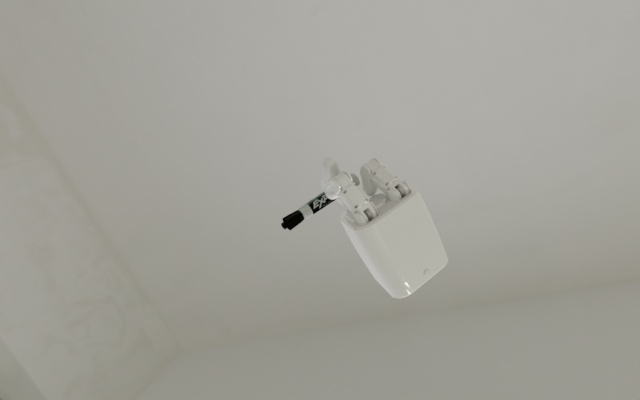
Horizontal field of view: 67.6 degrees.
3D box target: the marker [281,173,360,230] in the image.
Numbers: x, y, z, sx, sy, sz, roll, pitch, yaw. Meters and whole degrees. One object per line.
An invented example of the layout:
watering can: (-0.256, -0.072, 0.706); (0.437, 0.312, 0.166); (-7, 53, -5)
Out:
marker: (0.000, 0.002, 0.623); (0.121, 0.020, 0.020); (-33, 13, -20)
